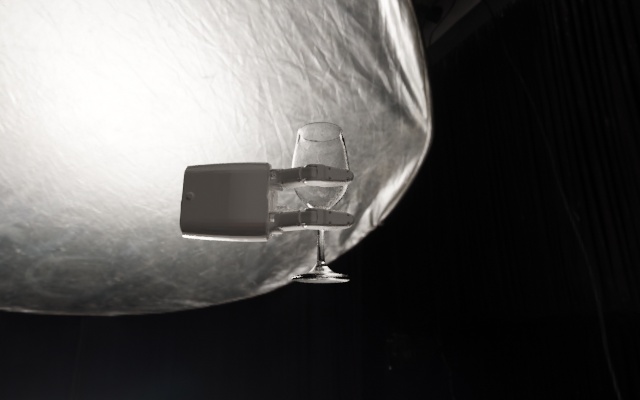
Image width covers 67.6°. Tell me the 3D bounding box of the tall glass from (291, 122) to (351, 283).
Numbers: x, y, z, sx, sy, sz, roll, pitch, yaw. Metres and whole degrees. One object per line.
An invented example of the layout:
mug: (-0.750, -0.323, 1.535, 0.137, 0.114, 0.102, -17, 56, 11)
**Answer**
tall glass: (0.000, 0.003, 0.620, 0.079, 0.201, 0.079, 0, -17, 0)
